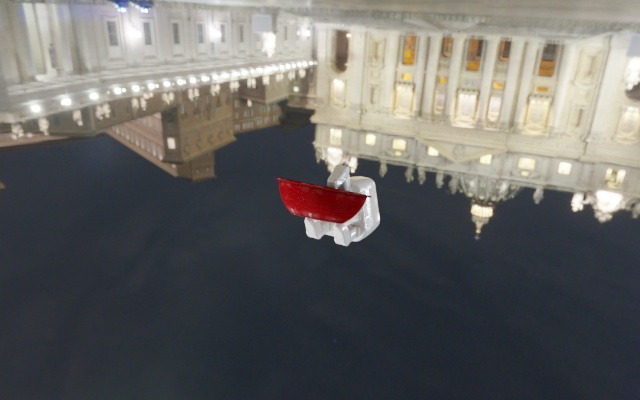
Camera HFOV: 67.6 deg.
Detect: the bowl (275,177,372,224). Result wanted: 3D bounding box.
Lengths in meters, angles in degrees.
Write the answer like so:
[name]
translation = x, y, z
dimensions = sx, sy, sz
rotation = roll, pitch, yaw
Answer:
[bowl]
translation = -0.001, 0.003, 0.788
dimensions = 0.162, 0.055, 0.162
rotation = 12, 1, 0
